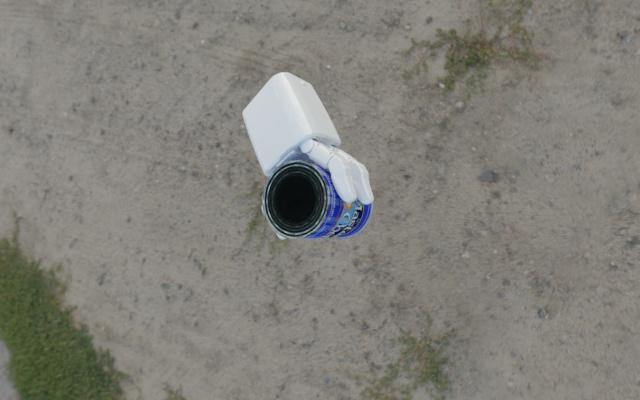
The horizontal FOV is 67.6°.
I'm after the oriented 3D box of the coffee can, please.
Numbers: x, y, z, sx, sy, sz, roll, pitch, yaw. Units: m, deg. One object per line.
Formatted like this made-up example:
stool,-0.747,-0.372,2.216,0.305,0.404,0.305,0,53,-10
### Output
coffee can,0.000,0.002,0.673,0.103,0.103,0.140,0,-3,29
